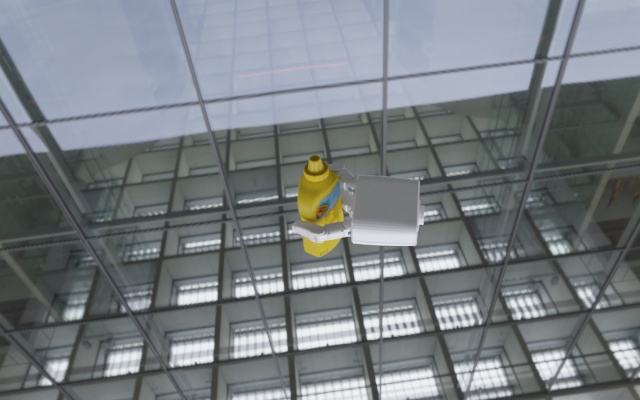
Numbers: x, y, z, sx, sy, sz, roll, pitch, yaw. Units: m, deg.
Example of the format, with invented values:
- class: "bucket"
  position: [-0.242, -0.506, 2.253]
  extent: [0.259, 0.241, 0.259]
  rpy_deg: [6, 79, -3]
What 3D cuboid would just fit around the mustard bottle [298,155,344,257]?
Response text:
- class: "mustard bottle"
  position: [0.000, 0.003, 0.823]
  extent: [0.058, 0.192, 0.096]
  rpy_deg: [21, 50, 27]
